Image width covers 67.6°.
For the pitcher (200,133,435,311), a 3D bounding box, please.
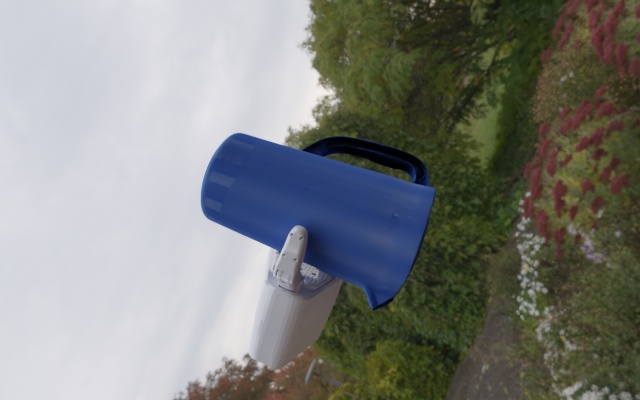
[{"bbox_3d":[0.000,0.002,0.541,0.243,0.145,0.149,20,22,8],"label":"pitcher"}]
